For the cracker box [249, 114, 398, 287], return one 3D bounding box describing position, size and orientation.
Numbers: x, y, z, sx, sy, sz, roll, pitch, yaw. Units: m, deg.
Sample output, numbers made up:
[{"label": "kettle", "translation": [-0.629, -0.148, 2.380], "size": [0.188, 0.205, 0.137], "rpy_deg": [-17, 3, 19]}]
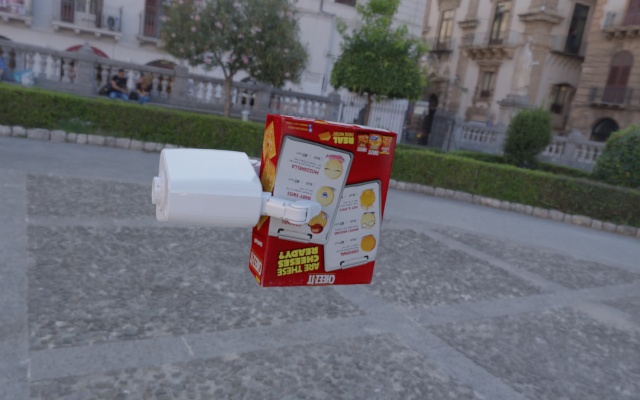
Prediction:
[{"label": "cracker box", "translation": [0.000, 0.002, 0.637], "size": [0.164, 0.214, 0.072], "rpy_deg": [3, 13, -25]}]
